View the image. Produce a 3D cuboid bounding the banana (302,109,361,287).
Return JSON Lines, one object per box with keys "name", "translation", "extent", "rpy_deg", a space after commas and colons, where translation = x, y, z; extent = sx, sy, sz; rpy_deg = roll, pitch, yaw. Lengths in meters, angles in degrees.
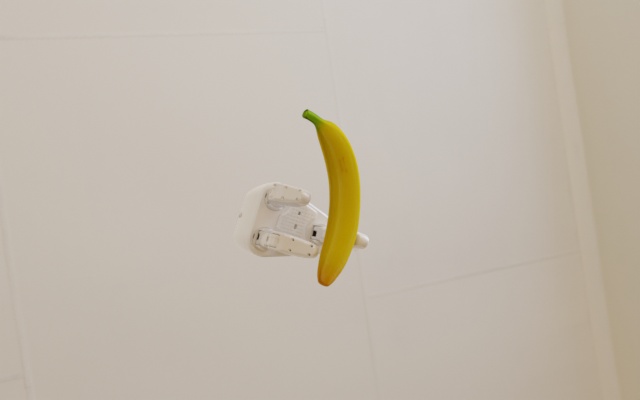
{"name": "banana", "translation": [0.016, -0.004, 0.547], "extent": [0.069, 0.198, 0.037], "rpy_deg": [-8, 4, -26]}
